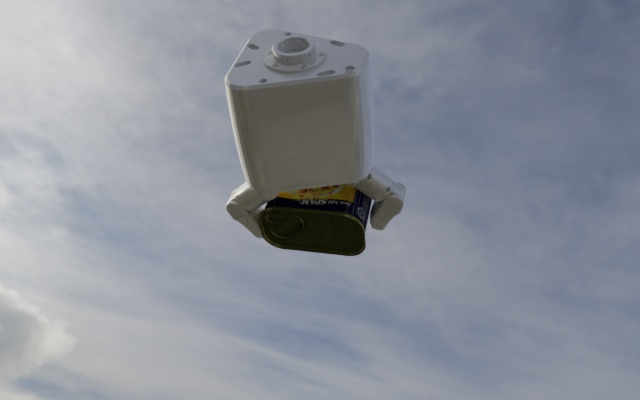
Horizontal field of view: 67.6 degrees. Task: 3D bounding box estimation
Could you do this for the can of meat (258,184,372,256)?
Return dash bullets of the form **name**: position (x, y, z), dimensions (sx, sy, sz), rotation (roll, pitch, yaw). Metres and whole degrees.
- **can of meat**: position (0.000, 0.001, 0.472), dimensions (0.102, 0.084, 0.057), rotation (4, -43, 13)
